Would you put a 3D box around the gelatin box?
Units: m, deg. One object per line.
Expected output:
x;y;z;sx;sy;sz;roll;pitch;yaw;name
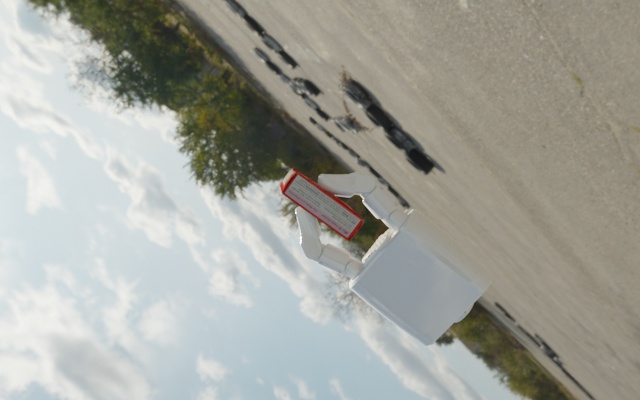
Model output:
0.000;0.002;0.516;0.089;0.030;0.073;35;3;-9;gelatin box
